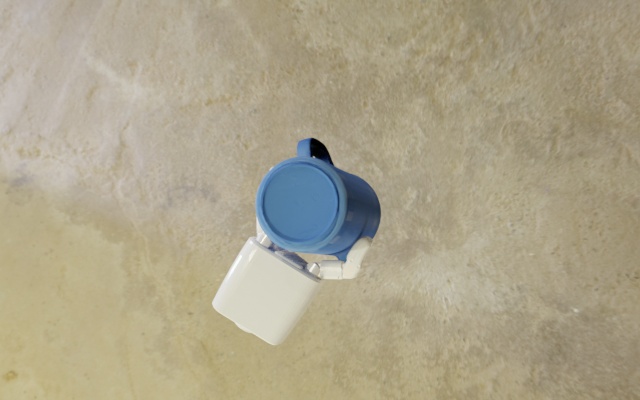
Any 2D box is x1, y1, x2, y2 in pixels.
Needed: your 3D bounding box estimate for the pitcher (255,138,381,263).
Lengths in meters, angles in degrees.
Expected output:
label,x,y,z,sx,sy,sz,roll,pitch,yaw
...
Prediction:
label,x,y,z,sx,sy,sz,roll,pitch,yaw
pitcher,0.000,0.002,0.641,0.149,0.145,0.243,33,3,13
